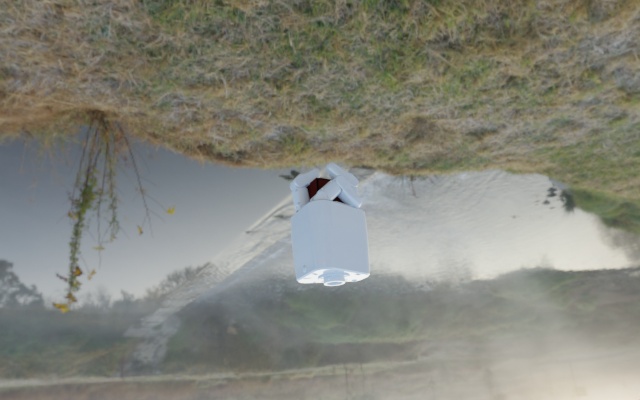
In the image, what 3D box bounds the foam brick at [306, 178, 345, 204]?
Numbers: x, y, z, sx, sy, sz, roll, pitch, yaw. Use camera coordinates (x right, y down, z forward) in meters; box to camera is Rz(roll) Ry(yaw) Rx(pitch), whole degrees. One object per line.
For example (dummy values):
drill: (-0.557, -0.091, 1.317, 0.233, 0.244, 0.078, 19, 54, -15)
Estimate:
foam brick: (0.000, 0.003, 0.792, 0.053, 0.051, 0.078, 6, -24, -26)
